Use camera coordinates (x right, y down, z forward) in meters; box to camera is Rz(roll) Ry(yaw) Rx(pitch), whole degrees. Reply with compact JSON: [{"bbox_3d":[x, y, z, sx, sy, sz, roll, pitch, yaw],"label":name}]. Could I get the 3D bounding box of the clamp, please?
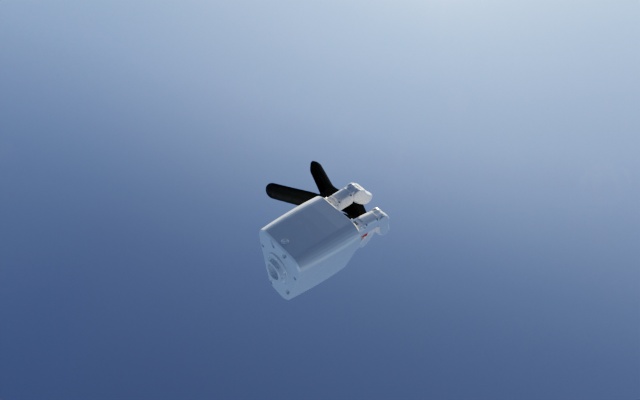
[{"bbox_3d":[0.000,0.003,0.746,0.120,0.039,0.171,-27,51,-31],"label":"clamp"}]
